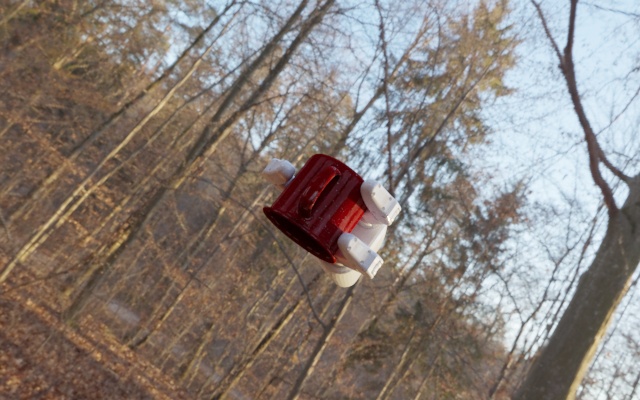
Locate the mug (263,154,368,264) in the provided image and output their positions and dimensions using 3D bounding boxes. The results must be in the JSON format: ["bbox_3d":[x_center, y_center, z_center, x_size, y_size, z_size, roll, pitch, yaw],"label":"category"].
[{"bbox_3d":[0.000,0.001,0.486,0.093,0.081,0.117,33,-15,15],"label":"mug"}]
